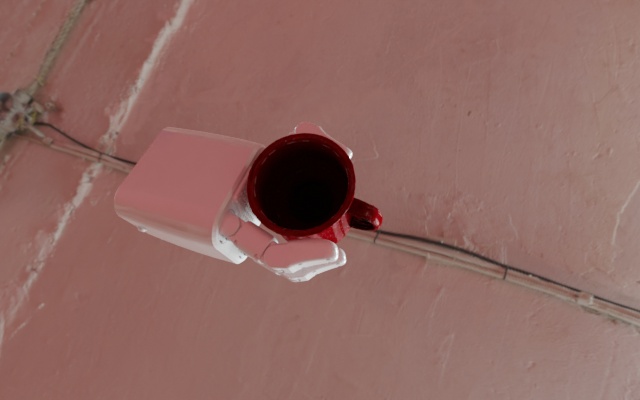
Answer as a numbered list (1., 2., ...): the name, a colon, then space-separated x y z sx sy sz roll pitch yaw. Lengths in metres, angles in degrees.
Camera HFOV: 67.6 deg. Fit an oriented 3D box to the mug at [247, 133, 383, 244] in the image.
1. mug: 0.001 0.002 0.432 0.117 0.093 0.081 16 -16 14
